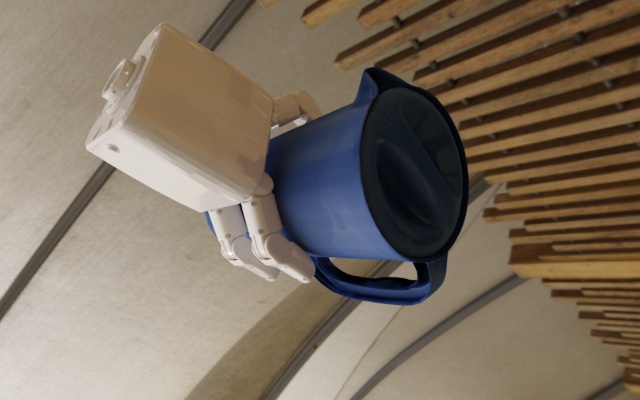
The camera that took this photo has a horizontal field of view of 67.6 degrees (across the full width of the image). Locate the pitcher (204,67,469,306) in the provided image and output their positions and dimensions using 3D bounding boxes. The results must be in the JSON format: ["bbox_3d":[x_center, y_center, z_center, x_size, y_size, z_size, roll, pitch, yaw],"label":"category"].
[{"bbox_3d":[0.000,0.001,0.434,0.145,0.149,0.243,32,-27,-34],"label":"pitcher"}]
